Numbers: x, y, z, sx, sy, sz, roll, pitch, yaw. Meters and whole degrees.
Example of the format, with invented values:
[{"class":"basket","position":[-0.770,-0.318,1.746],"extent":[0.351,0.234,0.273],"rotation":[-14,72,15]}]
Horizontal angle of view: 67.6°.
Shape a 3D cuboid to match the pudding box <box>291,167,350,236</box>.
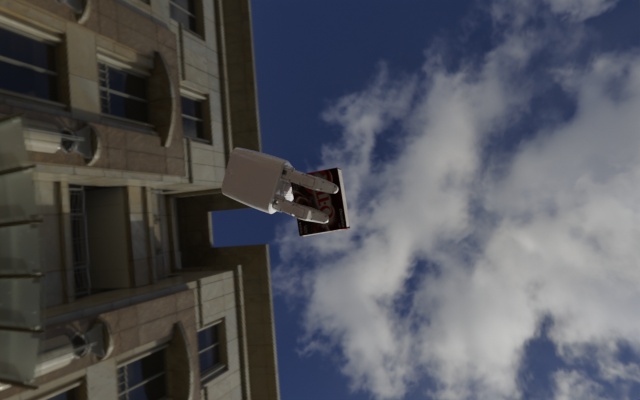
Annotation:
[{"class":"pudding box","position":[0.000,0.003,0.861],"extent":[0.090,0.113,0.039],"rotation":[-10,-2,16]}]
